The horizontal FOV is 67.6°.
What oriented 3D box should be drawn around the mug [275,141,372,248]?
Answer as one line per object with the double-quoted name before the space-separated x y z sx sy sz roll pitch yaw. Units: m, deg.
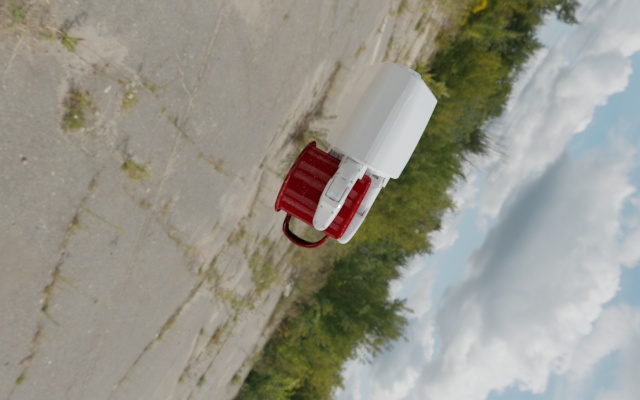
"mug" 0.000 0.003 0.548 0.081 0.117 0.093 29 10 6
